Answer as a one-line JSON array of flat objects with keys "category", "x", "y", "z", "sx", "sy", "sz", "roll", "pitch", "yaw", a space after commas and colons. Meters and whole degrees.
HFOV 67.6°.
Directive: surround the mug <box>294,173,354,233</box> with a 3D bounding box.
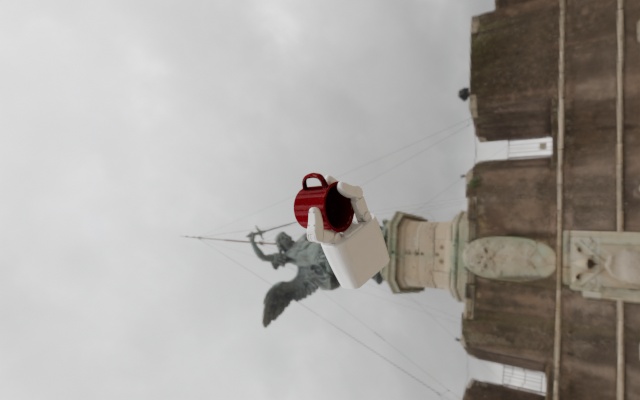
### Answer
[{"category": "mug", "x": -0.001, "y": 0.002, "z": 0.885, "sx": 0.081, "sy": 0.117, "sz": 0.093, "roll": -3, "pitch": 30, "yaw": 40}]
